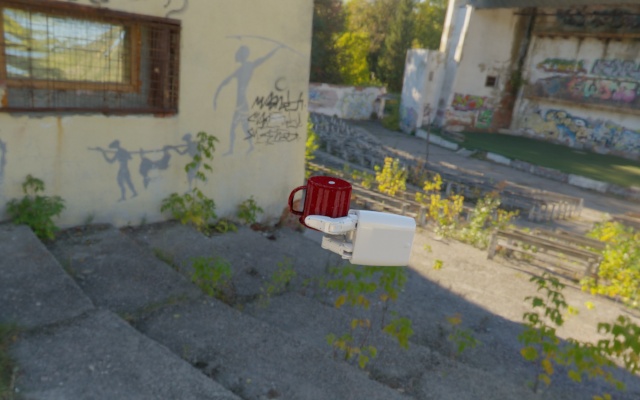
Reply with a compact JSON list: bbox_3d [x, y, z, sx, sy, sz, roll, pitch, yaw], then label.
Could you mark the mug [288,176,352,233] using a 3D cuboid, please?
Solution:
[{"bbox_3d":[-0.001,0.002,0.861,0.117,0.081,0.093,6,16,-10],"label":"mug"}]
